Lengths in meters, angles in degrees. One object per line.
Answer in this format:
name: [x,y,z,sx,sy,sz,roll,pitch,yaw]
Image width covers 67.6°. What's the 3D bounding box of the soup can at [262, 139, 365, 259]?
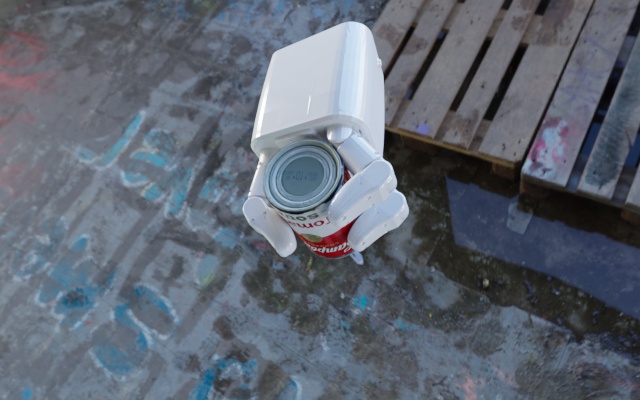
soup can: [0.000,0.002,0.409,0.068,0.068,0.102,0,-26,19]
